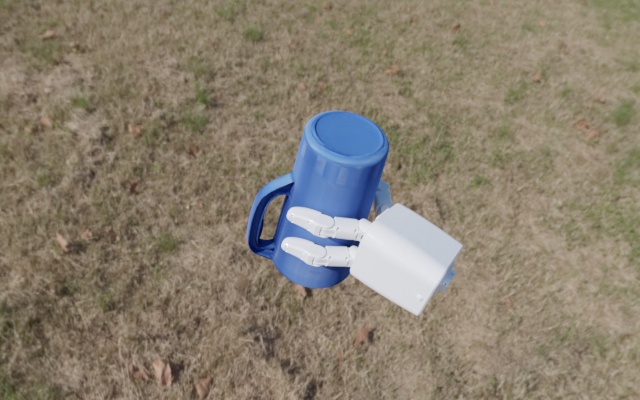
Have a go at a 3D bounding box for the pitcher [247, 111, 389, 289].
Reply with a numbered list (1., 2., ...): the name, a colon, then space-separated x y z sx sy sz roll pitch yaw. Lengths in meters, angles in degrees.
1. pitcher: 0.000 0.002 0.660 0.145 0.243 0.149 33 46 18
